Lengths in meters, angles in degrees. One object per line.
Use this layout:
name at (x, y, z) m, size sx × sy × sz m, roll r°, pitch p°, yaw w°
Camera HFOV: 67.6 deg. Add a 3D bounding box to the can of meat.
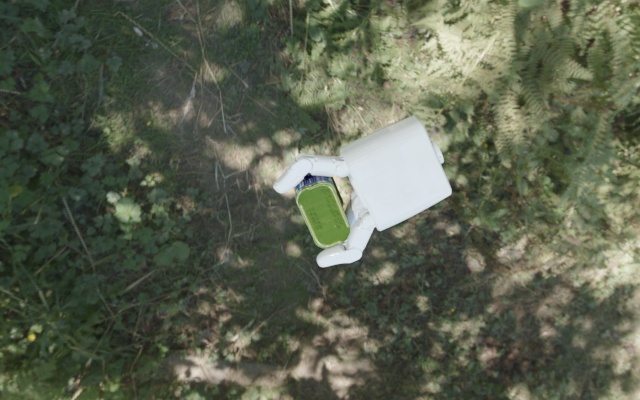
can of meat at (0.000, 0.002, 0.643) m, size 0.057 × 0.102 × 0.084 m, roll -23°, pitch 28°, yaw 3°
